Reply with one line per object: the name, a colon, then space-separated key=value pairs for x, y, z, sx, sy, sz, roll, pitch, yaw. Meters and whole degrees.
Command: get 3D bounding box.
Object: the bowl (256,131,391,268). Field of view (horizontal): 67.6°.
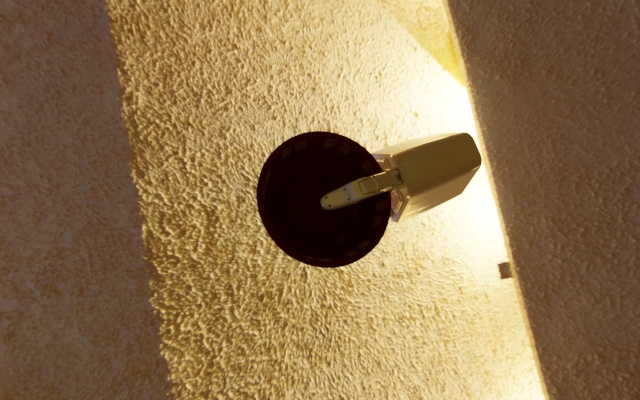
bowl: x=-0.001 y=0.002 z=0.572 sx=0.162 sy=0.162 sz=0.055 roll=0 pitch=-12 yaw=-17
